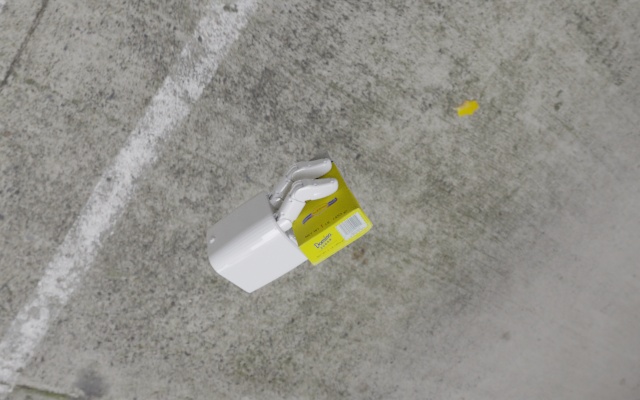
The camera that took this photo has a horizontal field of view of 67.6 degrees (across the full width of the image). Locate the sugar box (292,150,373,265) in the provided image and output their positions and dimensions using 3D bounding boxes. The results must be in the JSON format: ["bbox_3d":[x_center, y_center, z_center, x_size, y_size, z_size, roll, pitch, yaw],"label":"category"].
[{"bbox_3d":[0.000,0.002,0.665,0.093,0.048,0.176,-33,35,5],"label":"sugar box"}]
